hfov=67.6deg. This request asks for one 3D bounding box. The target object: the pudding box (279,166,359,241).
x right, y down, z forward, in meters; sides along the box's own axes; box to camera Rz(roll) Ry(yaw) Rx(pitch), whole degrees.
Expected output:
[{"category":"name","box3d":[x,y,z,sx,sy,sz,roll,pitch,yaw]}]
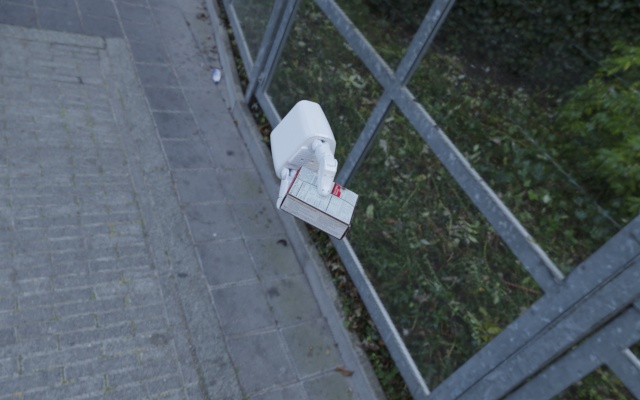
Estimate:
[{"category":"pudding box","box3d":[0.000,0.002,0.764,0.113,0.039,0.090,27,37,-3]}]
